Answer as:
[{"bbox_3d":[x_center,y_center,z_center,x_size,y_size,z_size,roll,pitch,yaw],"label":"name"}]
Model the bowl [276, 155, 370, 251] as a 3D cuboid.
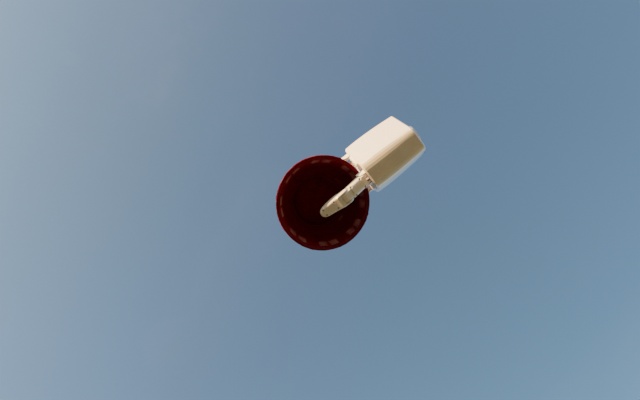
[{"bbox_3d":[-0.001,0.003,0.825,0.162,0.162,0.055,0,4,-13],"label":"bowl"}]
